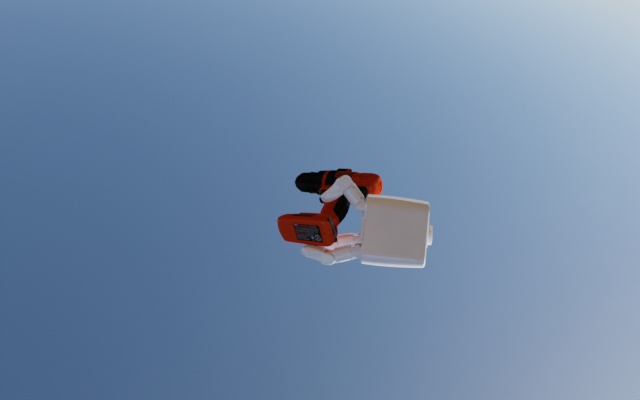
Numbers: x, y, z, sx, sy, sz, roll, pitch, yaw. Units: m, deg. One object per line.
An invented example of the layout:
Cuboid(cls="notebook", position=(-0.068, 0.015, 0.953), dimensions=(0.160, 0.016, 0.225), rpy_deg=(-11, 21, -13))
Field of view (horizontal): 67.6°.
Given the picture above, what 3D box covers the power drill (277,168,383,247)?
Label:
Cuboid(cls="power drill", position=(0.000, 0.003, 0.872), dimensions=(0.184, 0.057, 0.187), rpy_deg=(2, 35, 31))
